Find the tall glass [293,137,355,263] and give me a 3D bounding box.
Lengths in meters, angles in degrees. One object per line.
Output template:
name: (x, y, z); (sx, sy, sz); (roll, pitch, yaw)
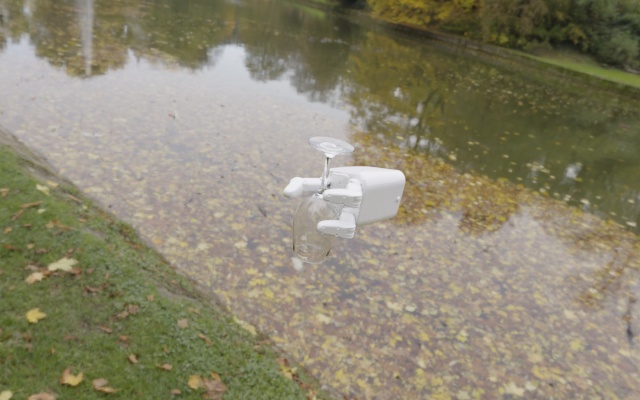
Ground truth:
tall glass: (0.000, 0.002, 0.782); (0.079, 0.201, 0.079); (10, 24, -4)
